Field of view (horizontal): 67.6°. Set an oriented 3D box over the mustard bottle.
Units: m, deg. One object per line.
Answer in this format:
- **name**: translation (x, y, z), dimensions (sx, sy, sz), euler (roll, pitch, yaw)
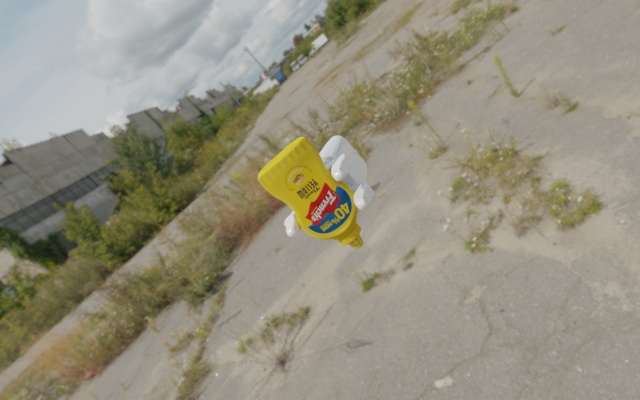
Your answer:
- **mustard bottle**: translation (0.000, 0.002, 0.733), dimensions (0.096, 0.192, 0.058), euler (-41, 14, 2)
